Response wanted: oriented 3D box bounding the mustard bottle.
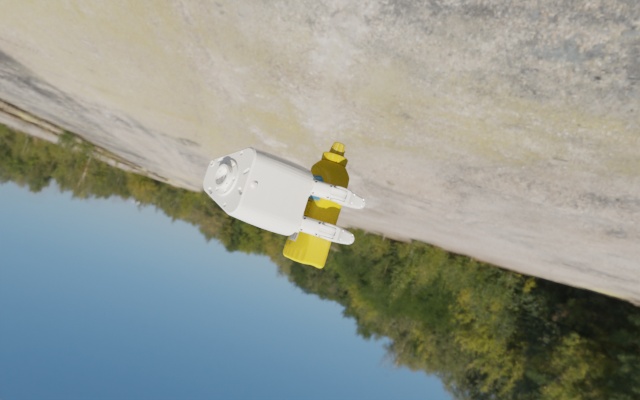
[{"bbox_3d":[0.000,0.003,0.733,0.058,0.191,0.096,19,-5,-20],"label":"mustard bottle"}]
